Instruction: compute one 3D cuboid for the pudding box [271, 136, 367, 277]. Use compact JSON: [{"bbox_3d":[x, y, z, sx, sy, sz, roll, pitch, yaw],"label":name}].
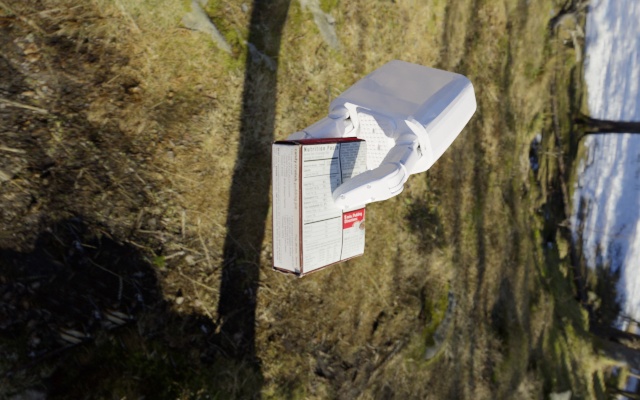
[{"bbox_3d":[0.000,0.001,0.420,0.039,0.113,0.090,7,12,42],"label":"pudding box"}]
